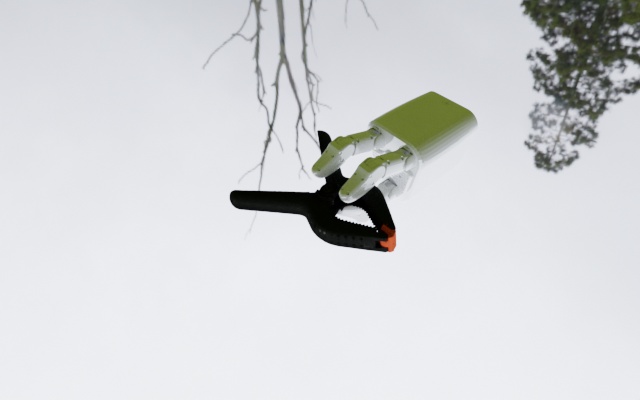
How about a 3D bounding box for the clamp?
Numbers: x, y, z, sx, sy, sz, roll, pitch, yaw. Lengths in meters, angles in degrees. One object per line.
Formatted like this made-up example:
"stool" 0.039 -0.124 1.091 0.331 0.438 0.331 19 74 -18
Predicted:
"clamp" 0.001 0.003 0.571 0.164 0.036 0.210 -33 50 -19
